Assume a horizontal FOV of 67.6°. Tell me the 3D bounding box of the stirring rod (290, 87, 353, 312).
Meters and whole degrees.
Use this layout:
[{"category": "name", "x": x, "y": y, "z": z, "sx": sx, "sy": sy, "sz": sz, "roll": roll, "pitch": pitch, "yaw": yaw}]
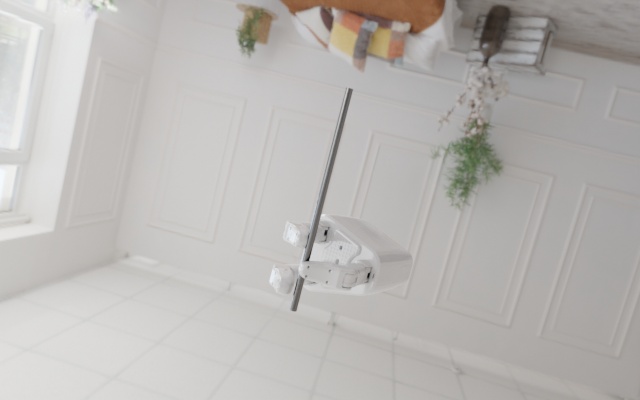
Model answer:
[{"category": "stirring rod", "x": 0.000, "y": 0.002, "z": 0.500, "sx": 0.011, "sy": 0.239, "sz": 0.011, "roll": 14, "pitch": 6, "yaw": -1}]
